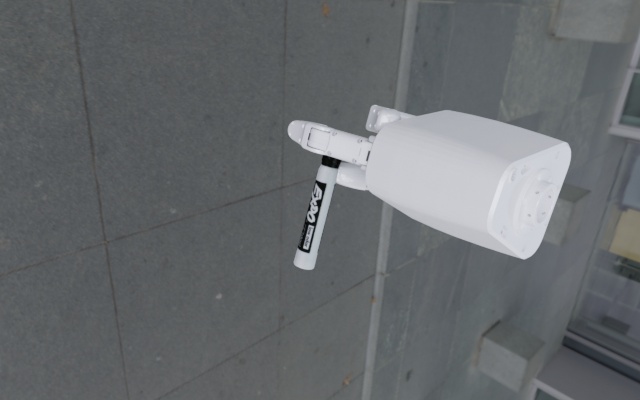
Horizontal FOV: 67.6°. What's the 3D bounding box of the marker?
[{"bbox_3d":[0.000,0.001,0.417,0.020,0.121,0.020,14,11,-3],"label":"marker"}]
